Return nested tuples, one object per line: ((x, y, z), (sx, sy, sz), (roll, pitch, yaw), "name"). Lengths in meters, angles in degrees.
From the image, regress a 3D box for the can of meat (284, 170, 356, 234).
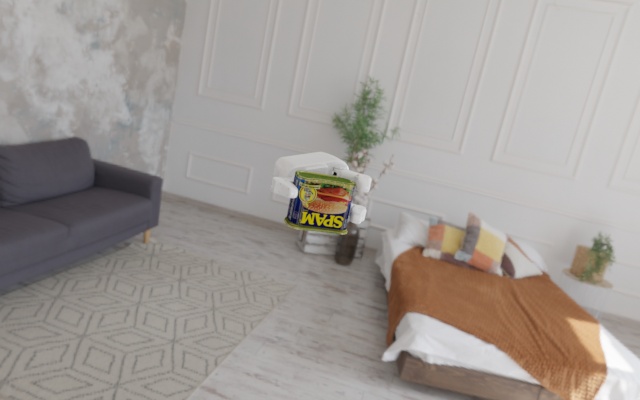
((0.000, 0.002, 0.763), (0.102, 0.084, 0.057), (8, 13, -17), "can of meat")
